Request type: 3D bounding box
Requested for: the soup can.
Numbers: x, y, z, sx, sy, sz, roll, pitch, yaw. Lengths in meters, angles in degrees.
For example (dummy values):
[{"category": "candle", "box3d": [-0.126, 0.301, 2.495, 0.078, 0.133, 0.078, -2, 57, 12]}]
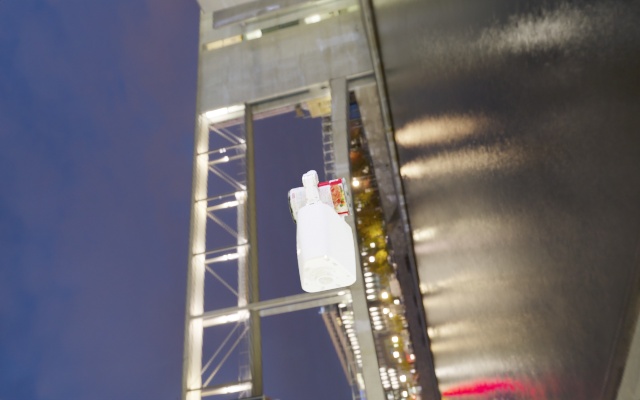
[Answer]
[{"category": "soup can", "box3d": [0.000, 0.002, 0.856, 0.102, 0.068, 0.068, -12, -2, 8]}]
